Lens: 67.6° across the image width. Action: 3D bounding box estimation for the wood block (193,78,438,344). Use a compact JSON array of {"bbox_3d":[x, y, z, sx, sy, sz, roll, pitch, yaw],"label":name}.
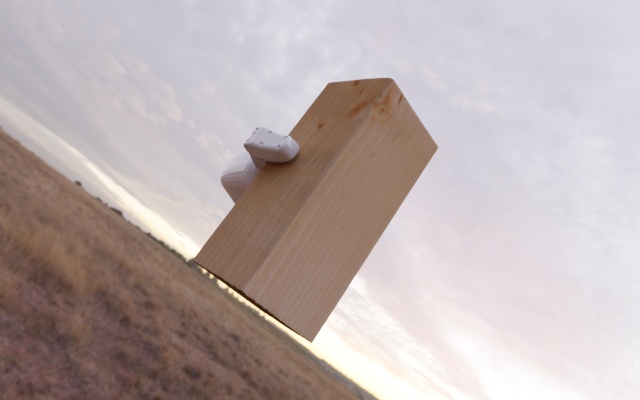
[{"bbox_3d":[0.000,0.001,0.415,0.090,0.206,0.091,14,-26,52],"label":"wood block"}]
